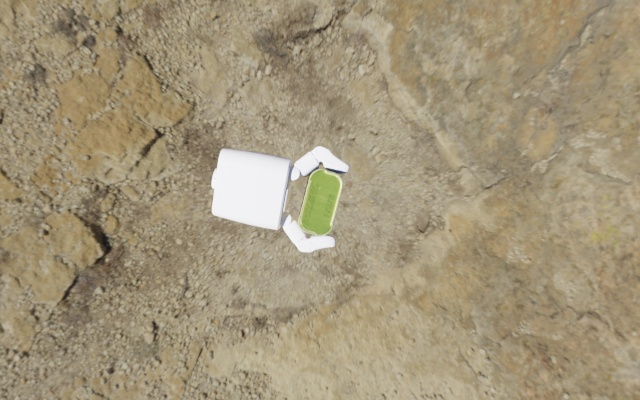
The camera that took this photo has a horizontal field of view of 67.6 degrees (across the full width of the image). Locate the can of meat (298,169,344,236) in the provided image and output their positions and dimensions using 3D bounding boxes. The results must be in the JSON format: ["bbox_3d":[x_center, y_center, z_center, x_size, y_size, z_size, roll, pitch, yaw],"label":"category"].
[{"bbox_3d":[0.000,0.003,0.730,0.057,0.102,0.084,14,1,0],"label":"can of meat"}]
